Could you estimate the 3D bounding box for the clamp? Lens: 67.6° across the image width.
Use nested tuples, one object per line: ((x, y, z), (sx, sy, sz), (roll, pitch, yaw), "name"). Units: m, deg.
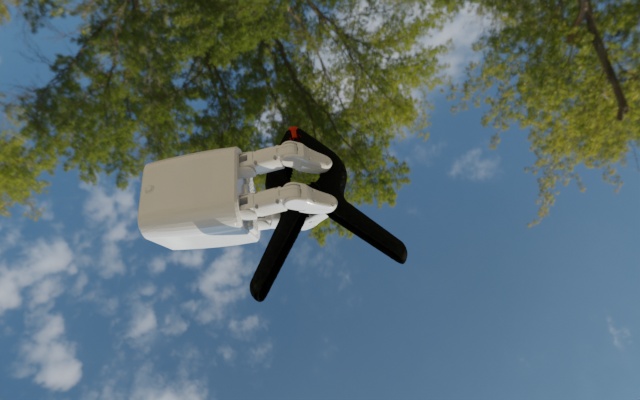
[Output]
((0.000, 0.002, 0.533), (0.164, 0.209, 0.036), (-9, -32, 4), "clamp")
